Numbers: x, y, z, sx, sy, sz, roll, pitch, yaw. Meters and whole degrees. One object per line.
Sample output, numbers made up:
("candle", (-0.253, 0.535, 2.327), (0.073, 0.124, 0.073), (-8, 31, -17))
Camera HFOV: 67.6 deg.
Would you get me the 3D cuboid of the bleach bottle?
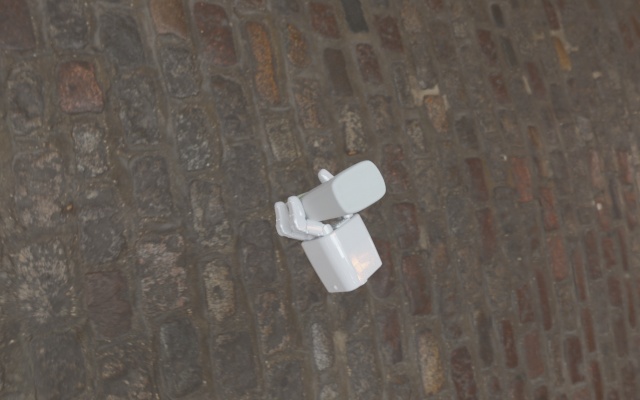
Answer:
("bleach bottle", (0.000, 0.003, 0.847), (0.102, 0.068, 0.251), (-30, 4, -31))
